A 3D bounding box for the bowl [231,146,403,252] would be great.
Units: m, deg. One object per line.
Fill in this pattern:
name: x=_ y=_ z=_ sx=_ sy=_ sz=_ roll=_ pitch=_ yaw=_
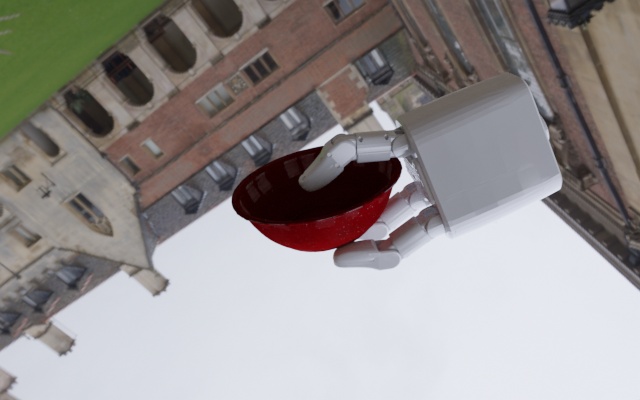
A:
bowl: x=-0.001 y=0.002 z=0.457 sx=0.162 sy=0.055 sz=0.162 roll=-10 pitch=27 yaw=5
